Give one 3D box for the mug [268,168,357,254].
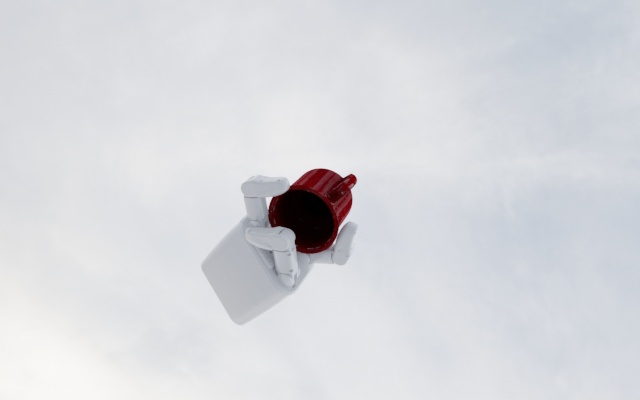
[{"bbox_3d":[0.001,0.001,0.605,0.117,0.093,0.081,-39,5,32],"label":"mug"}]
